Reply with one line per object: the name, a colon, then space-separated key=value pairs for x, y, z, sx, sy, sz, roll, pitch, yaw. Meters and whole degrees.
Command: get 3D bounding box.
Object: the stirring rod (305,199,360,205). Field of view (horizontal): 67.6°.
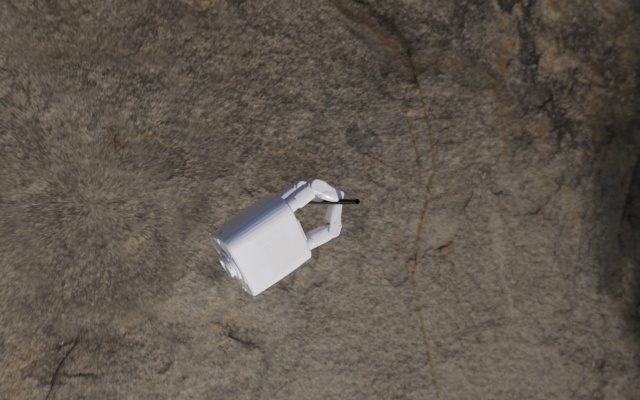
stirring rod: x=0.000 y=0.003 z=0.782 sx=0.011 sy=0.011 sz=0.239 roll=0 pitch=-1 yaw=-26
